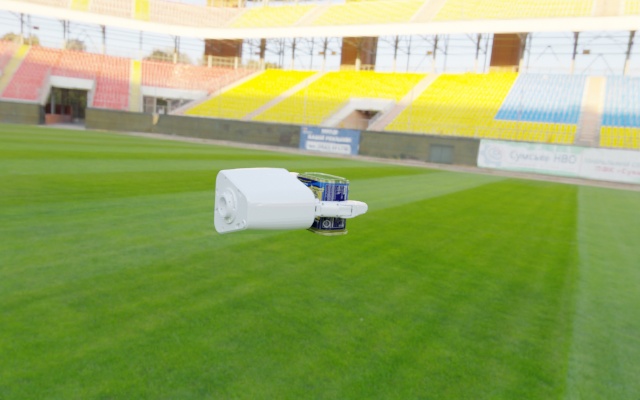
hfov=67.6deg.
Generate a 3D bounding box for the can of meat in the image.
[{"bbox_3d":[0.000,0.002,0.751,0.057,0.084,0.102,-1,10,-33],"label":"can of meat"}]
